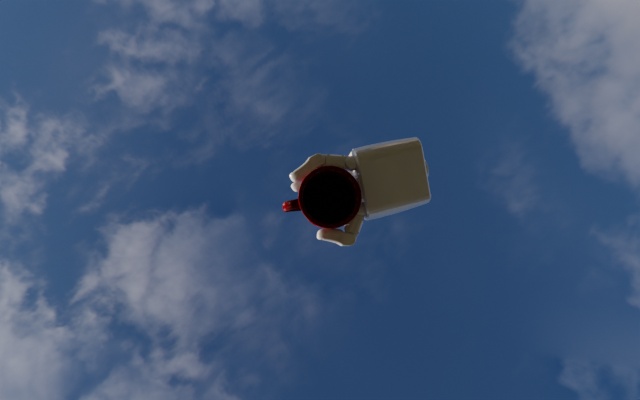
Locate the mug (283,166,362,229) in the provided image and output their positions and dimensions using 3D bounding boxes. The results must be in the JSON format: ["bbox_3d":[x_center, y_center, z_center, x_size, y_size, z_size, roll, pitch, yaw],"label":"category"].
[{"bbox_3d":[-0.001,0.003,0.734,0.117,0.093,0.081,-12,-7,-5],"label":"mug"}]
